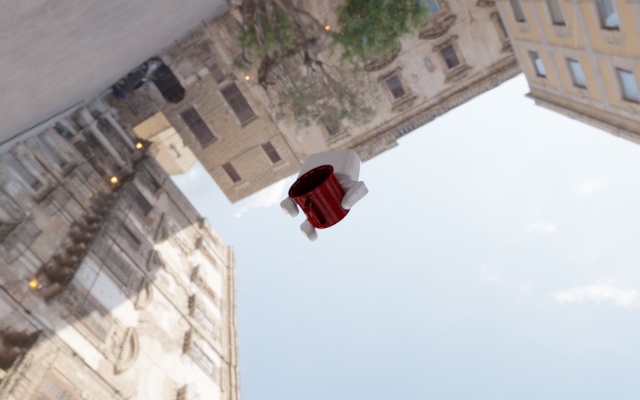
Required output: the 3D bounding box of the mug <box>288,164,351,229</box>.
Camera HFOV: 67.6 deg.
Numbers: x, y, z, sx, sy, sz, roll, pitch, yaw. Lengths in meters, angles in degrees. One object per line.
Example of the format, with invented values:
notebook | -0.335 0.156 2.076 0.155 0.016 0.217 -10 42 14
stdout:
mug | 0.000 0.004 0.832 0.093 0.081 0.117 -22 26 24
